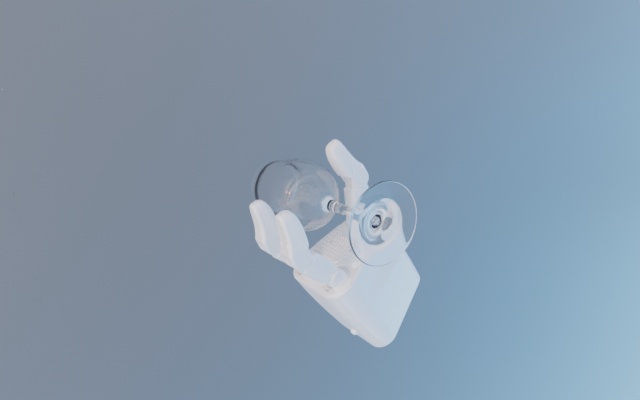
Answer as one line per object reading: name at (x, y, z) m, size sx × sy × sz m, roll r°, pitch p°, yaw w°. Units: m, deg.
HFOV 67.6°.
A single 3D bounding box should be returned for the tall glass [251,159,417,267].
tall glass at (0.000, 0.002, 0.481) m, size 0.079 × 0.079 × 0.201 m, roll 0°, pitch 11°, yaw -34°
